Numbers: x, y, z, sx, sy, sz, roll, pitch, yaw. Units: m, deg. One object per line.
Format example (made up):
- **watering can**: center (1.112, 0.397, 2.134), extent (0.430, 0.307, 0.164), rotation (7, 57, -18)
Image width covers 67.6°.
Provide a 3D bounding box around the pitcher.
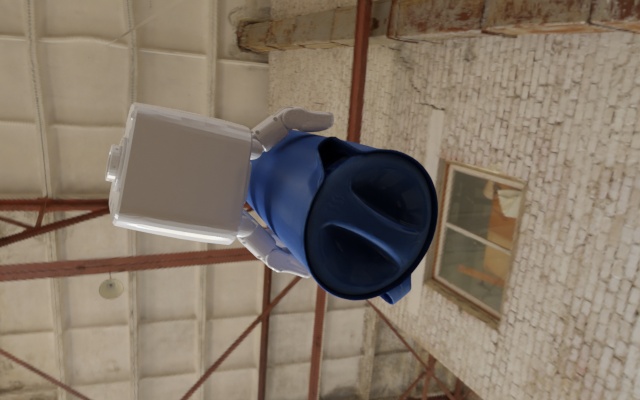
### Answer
- **pitcher**: center (0.000, 0.002, 0.501), extent (0.145, 0.149, 0.242), rotation (9, 11, -28)
